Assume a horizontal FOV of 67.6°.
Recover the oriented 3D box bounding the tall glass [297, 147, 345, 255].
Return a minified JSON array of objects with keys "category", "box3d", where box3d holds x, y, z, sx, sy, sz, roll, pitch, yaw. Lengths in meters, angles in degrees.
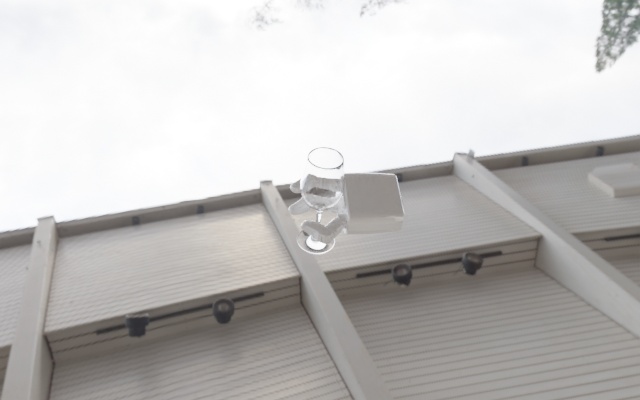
[{"category":"tall glass","box3d":[0.000,0.003,0.861,0.079,0.201,0.079,4,41,-3]}]
